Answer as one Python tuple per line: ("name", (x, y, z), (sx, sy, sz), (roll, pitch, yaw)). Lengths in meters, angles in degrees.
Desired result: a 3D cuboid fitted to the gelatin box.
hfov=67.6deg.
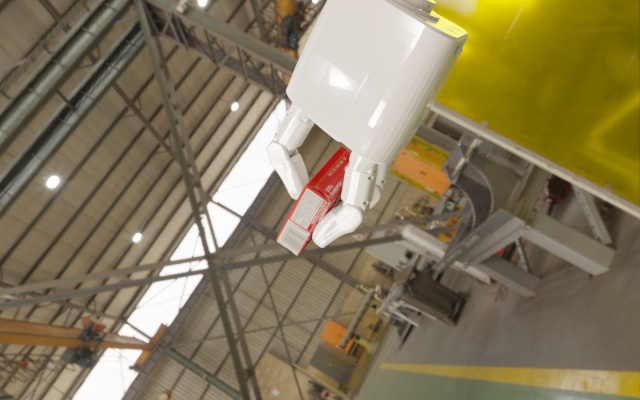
("gelatin box", (0.000, 0.001, 0.459), (0.030, 0.089, 0.073), (36, 44, 5))
